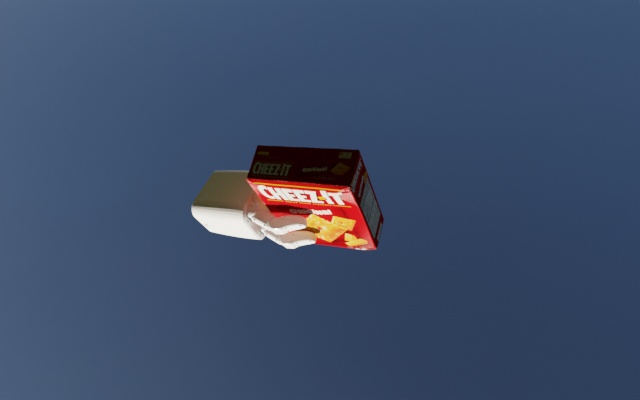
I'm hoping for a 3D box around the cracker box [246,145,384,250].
[{"bbox_3d":[0.000,0.002,0.766,0.164,0.072,0.214,5,-28,21],"label":"cracker box"}]
